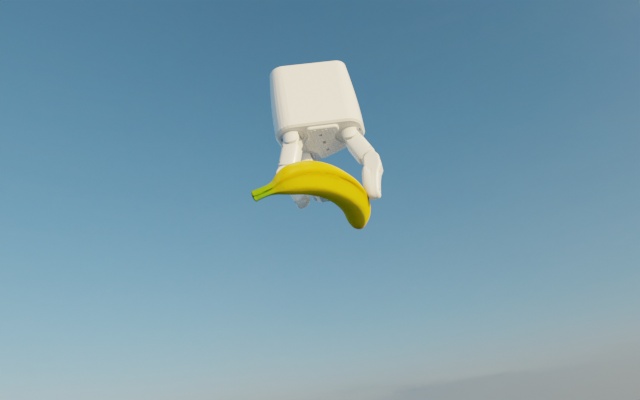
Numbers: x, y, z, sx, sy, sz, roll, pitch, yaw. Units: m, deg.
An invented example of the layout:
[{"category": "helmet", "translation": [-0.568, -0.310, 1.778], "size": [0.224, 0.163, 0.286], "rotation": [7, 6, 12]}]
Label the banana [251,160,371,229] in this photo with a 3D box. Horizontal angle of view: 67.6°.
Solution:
[{"category": "banana", "translation": [0.012, -0.007, 0.553], "size": [0.070, 0.037, 0.198], "rotation": [-32, -32, 30]}]
